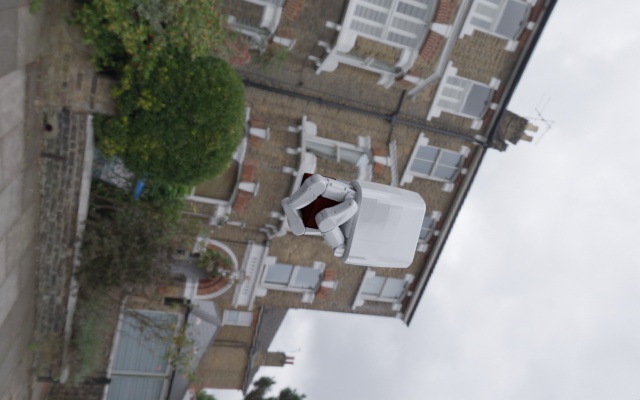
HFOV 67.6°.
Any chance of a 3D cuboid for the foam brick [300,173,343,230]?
[{"bbox_3d":[0.000,0.002,0.698,0.051,0.053,0.078,9,27,-18],"label":"foam brick"}]
